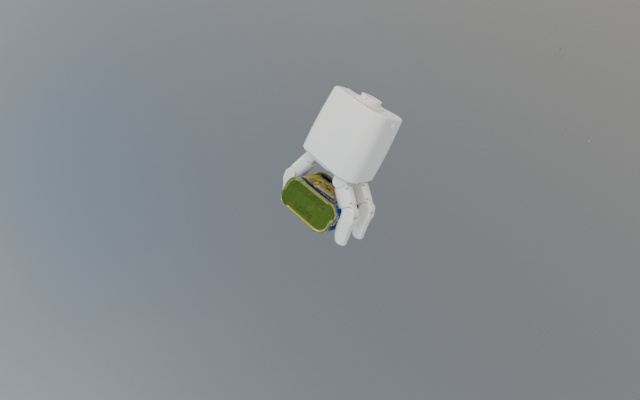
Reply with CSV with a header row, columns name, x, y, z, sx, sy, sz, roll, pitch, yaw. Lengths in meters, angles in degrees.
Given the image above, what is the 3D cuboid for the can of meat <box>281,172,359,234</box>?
name,x,y,z,sx,sy,sz,roll,pitch,yaw
can of meat,0.000,0.002,0.736,0.102,0.057,0.084,39,22,20
